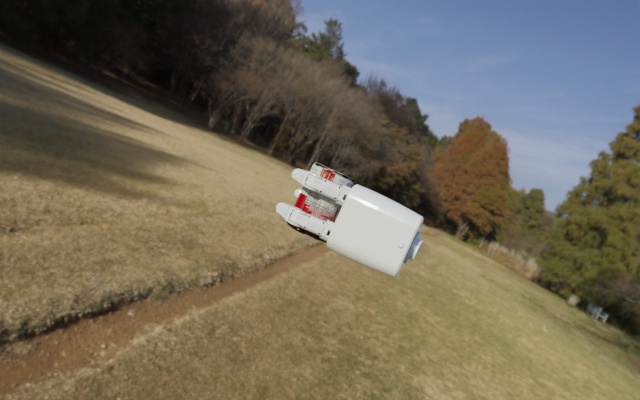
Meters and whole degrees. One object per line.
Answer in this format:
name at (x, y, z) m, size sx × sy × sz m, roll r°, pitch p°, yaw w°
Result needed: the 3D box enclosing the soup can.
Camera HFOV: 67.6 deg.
soup can at (0.000, 0.002, 0.710) m, size 0.068 × 0.102 × 0.068 m, roll 24°, pitch 3°, yaw -1°
